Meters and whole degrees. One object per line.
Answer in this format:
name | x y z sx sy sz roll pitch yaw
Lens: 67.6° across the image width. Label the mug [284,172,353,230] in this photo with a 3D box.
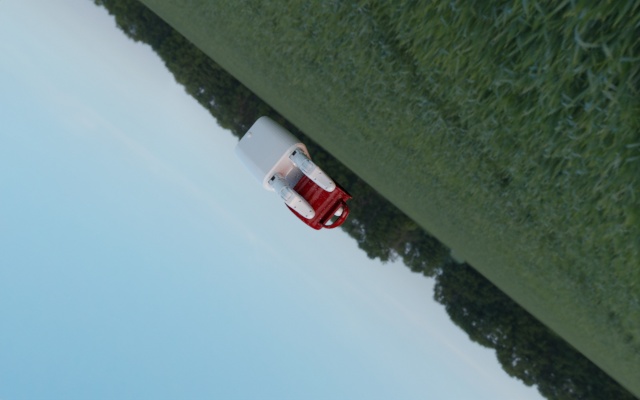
mug | 0.001 0.004 0.798 0.117 0.081 0.093 44 7 34
